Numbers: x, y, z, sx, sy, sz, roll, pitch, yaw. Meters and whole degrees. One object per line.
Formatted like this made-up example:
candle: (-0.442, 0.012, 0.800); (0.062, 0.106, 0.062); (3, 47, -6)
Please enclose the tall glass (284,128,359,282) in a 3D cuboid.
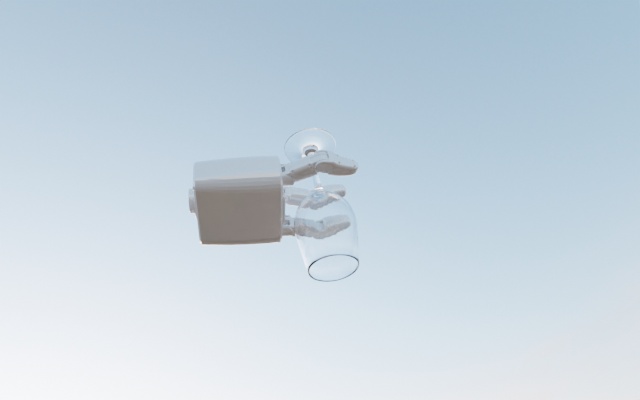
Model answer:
tall glass: (0.000, 0.001, 0.616); (0.079, 0.200, 0.079); (-7, -38, -6)
